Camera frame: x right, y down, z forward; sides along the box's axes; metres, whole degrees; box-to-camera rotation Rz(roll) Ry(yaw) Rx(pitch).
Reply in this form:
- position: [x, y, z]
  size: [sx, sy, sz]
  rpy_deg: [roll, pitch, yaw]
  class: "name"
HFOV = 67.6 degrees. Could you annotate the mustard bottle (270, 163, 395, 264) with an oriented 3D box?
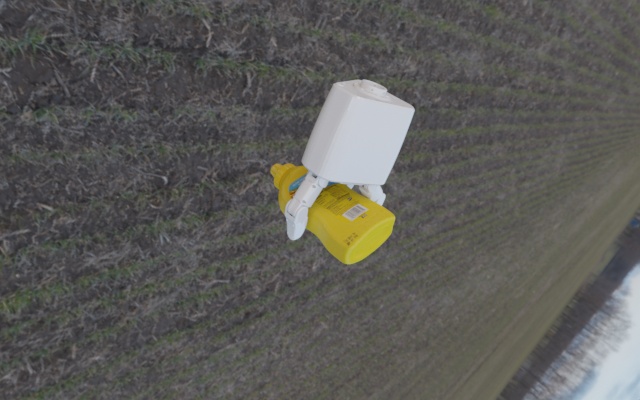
- position: [0.000, 0.003, 0.650]
  size: [0.096, 0.058, 0.191]
  rpy_deg: [-32, 54, -33]
  class: "mustard bottle"
